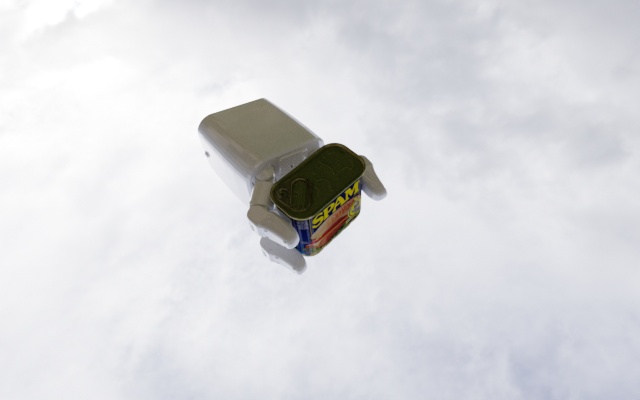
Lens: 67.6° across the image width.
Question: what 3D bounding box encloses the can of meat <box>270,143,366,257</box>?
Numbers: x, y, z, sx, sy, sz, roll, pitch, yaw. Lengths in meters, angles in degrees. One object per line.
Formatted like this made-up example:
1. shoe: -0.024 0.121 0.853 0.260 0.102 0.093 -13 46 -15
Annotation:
1. can of meat: 0.000 0.002 0.515 0.057 0.102 0.084 39 -25 26
